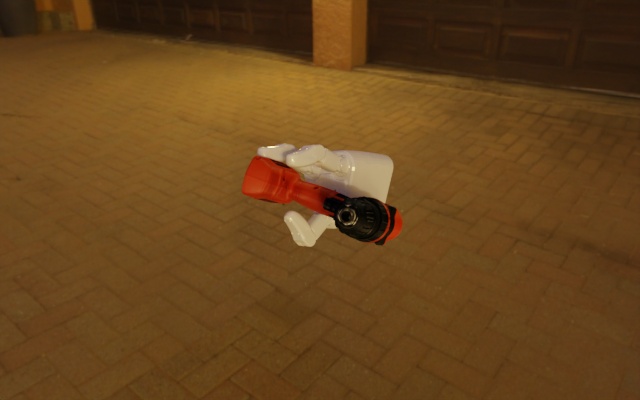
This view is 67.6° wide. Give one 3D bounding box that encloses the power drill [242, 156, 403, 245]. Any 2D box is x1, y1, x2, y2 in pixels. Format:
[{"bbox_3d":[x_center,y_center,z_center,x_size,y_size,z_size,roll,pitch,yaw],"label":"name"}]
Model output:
[{"bbox_3d":[0.000,0.002,0.585,0.187,0.057,0.184,23,1,22],"label":"power drill"}]
